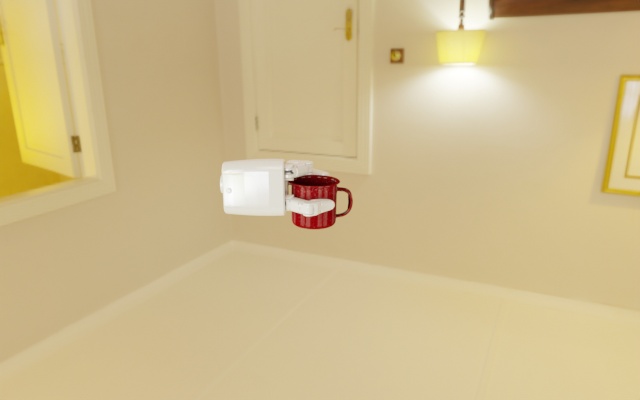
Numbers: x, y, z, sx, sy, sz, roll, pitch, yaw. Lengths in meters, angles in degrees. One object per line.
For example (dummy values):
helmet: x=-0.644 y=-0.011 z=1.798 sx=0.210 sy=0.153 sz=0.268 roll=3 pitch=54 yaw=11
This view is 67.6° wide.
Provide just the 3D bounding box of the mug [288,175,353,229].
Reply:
mug: x=0.002 y=0.003 z=0.868 sx=0.117 sy=0.081 sz=0.093 roll=1 pitch=16 yaw=0
